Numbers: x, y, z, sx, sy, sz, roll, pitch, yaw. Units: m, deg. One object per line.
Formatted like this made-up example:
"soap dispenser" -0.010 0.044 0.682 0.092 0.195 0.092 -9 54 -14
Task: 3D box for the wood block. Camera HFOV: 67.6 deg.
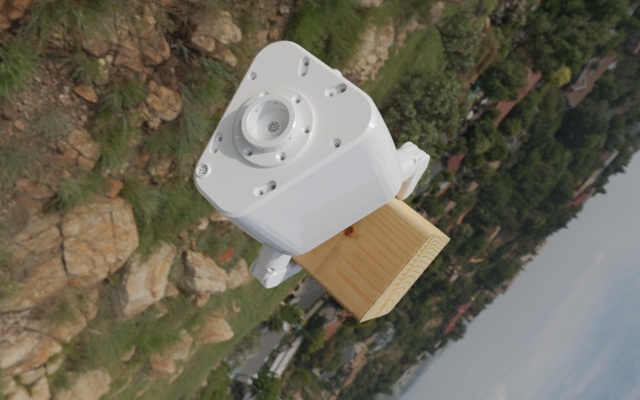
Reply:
"wood block" 0.000 0.002 0.431 0.206 0.091 0.090 41 10 22
